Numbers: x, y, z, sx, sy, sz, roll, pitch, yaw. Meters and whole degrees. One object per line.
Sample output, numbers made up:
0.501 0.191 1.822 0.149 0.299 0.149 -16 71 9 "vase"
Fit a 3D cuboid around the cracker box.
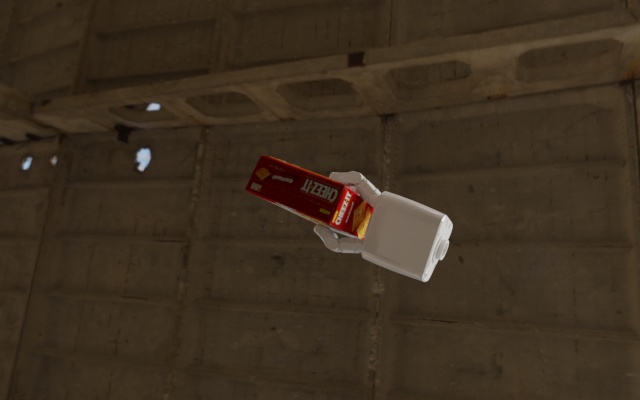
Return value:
0.000 0.003 0.819 0.164 0.072 0.214 21 -5 26 "cracker box"
